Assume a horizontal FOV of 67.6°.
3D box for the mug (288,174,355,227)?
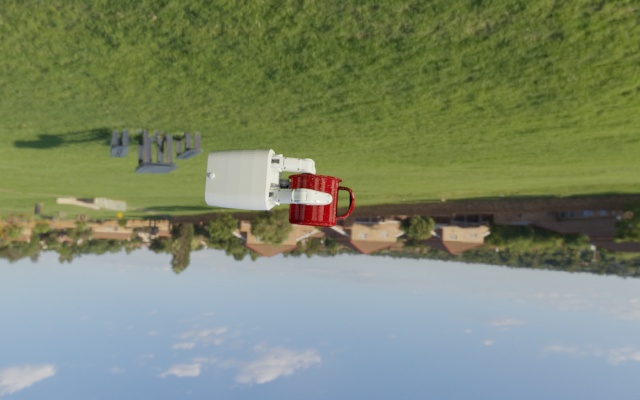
[{"bbox_3d":[0.002,0.003,0.812,0.117,0.081,0.093,3,-5,11],"label":"mug"}]
